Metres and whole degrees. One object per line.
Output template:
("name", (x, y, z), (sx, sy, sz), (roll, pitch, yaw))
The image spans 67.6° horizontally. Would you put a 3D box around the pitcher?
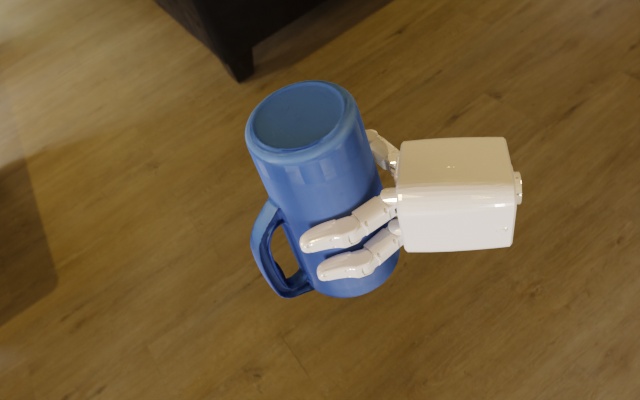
("pitcher", (0.000, 0.002, 0.518), (0.145, 0.149, 0.243), (-2, -37, 16))
